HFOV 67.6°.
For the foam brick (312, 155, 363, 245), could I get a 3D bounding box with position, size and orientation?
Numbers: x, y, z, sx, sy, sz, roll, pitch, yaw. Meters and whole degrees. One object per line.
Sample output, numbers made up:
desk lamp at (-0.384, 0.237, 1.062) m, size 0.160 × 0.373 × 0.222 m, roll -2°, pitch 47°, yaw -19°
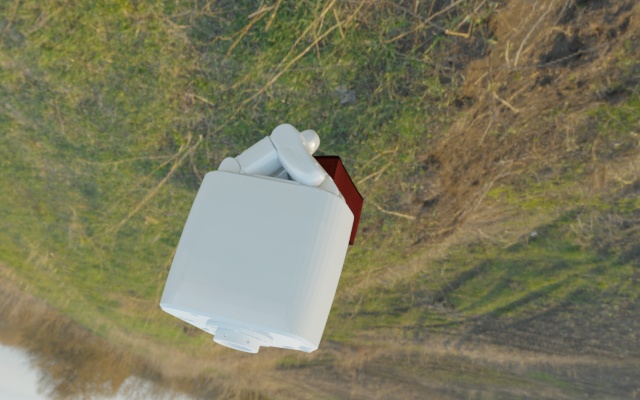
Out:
foam brick at (0.000, 0.001, 0.432) m, size 0.053 × 0.051 × 0.078 m, roll 1°, pitch -28°, yaw 25°
